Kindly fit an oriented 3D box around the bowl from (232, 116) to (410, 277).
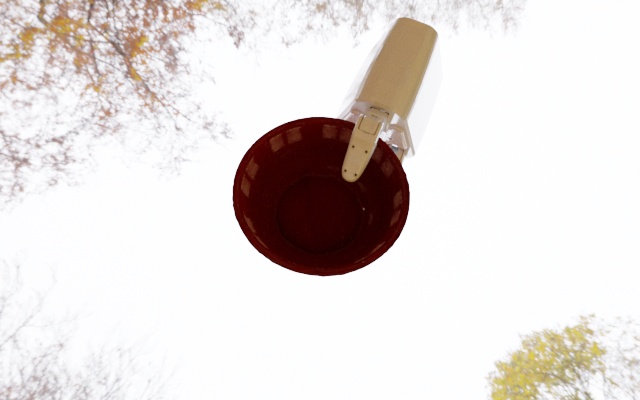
[{"bbox_3d":[-0.001,0.003,0.454,0.162,0.162,0.055,0,-26,-3],"label":"bowl"}]
